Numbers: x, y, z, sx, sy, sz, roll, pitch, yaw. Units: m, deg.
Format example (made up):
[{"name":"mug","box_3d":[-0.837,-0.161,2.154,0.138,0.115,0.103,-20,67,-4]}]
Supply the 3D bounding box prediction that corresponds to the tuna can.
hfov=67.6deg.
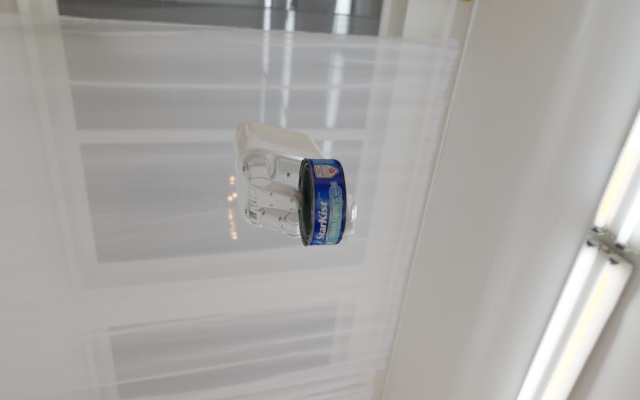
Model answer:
[{"name":"tuna can","box_3d":[0.001,0.002,0.466,0.034,0.086,0.086,-1,0,-11]}]
